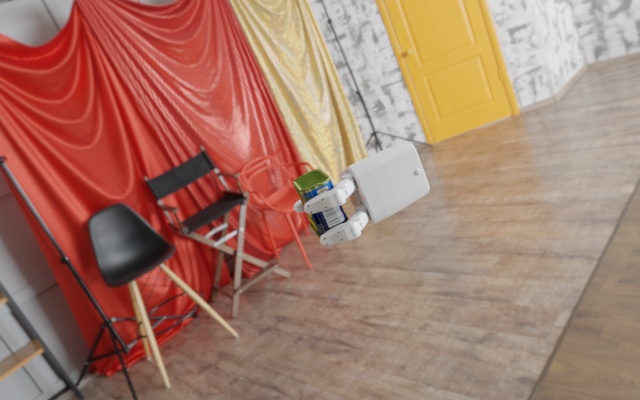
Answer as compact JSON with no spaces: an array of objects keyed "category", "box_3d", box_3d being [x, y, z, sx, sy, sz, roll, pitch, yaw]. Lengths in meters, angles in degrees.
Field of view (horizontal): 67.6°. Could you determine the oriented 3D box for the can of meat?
[{"category":"can of meat","box_3d":[0.000,0.002,0.750,0.057,0.084,0.102,-26,17,-6]}]
